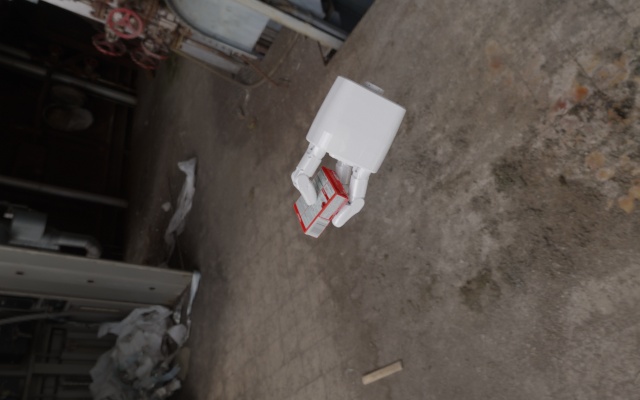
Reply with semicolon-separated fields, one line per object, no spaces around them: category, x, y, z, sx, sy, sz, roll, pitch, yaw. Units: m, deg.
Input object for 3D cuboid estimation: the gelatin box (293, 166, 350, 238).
gelatin box;0.000;0.003;0.752;0.030;0.089;0.073;24;25;-34
